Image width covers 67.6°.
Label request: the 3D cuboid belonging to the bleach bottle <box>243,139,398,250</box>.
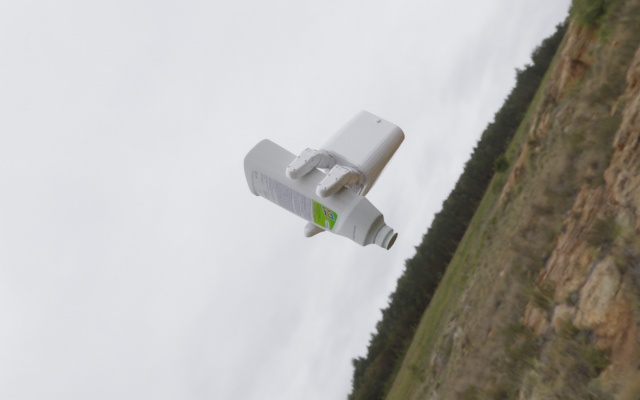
[{"bbox_3d":[0.000,0.002,0.707,0.250,0.068,0.103,31,-27,24],"label":"bleach bottle"}]
